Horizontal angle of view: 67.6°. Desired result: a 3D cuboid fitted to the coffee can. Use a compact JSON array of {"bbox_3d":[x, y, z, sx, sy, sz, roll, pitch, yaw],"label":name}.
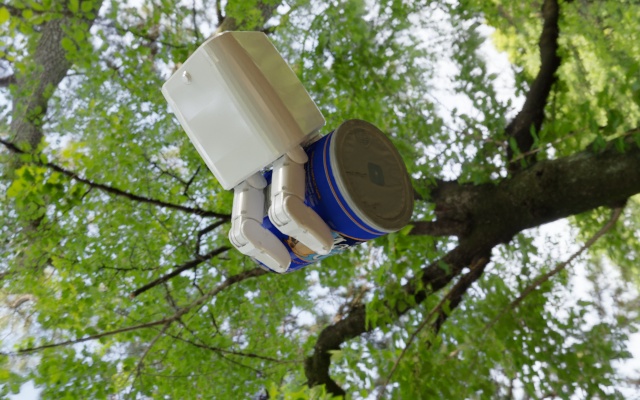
[{"bbox_3d":[0.000,0.002,0.446,0.140,0.102,0.103,-27,-18,39],"label":"coffee can"}]
